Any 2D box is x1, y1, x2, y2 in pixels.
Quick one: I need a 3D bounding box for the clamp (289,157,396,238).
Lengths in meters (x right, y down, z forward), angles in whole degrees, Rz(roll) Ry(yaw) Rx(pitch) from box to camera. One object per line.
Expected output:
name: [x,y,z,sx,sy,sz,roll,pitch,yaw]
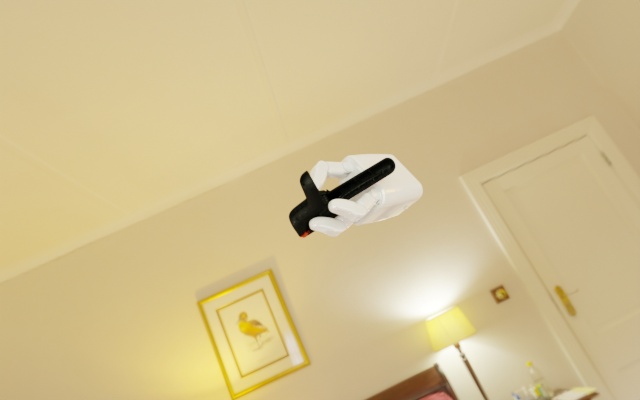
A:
clamp: [0.000,0.002,0.743,0.164,0.036,0.210,-7,-26,-39]
